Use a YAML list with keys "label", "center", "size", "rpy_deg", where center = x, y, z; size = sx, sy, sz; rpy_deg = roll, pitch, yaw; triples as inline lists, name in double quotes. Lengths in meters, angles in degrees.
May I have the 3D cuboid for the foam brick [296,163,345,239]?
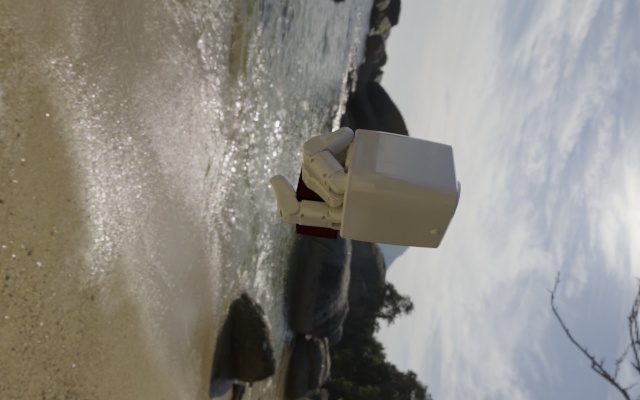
- label: "foam brick"
  center: [0.000, 0.002, 0.556]
  size: [0.051, 0.053, 0.078]
  rpy_deg: [8, -34, 4]
